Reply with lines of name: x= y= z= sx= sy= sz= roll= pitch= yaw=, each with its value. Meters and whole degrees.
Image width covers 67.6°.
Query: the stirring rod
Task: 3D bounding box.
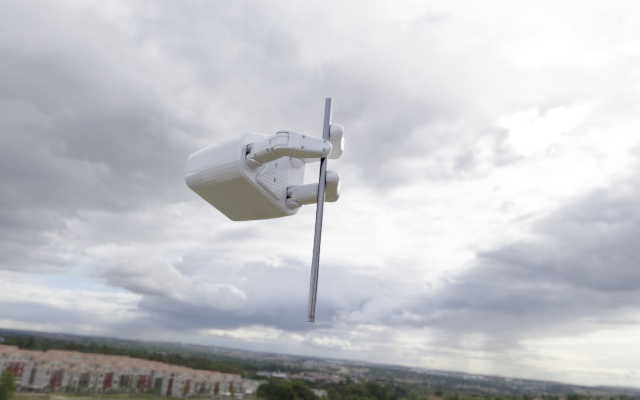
stirring rod: x=0.000 y=0.002 z=0.493 sx=0.011 sy=0.239 sz=0.011 roll=4 pitch=-18 yaw=1
